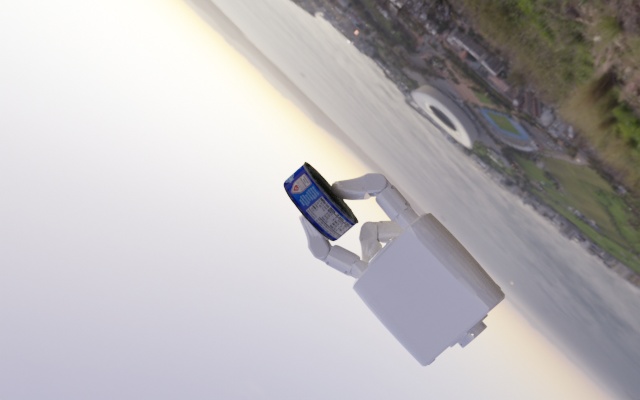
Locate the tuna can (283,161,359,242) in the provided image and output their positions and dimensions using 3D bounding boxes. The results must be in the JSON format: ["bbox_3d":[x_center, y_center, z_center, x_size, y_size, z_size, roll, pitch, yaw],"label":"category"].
[{"bbox_3d":[0.000,0.002,0.505,0.034,0.086,0.086,-41,-7,8],"label":"tuna can"}]
